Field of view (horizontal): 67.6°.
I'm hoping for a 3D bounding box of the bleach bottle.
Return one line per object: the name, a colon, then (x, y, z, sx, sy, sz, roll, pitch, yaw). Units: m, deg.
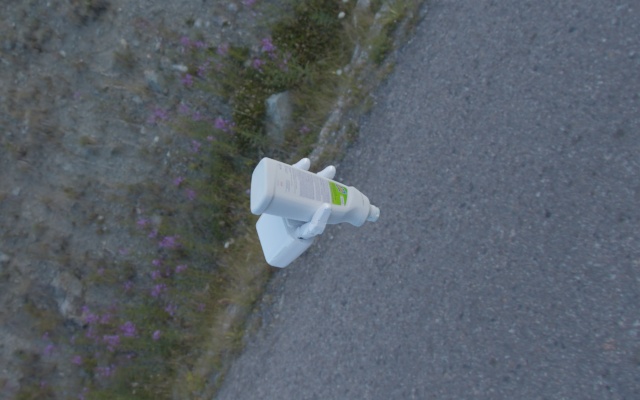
bleach bottle: (0.000, 0.003, 0.874, 0.251, 0.102, 0.068, 16, -41, -26)
